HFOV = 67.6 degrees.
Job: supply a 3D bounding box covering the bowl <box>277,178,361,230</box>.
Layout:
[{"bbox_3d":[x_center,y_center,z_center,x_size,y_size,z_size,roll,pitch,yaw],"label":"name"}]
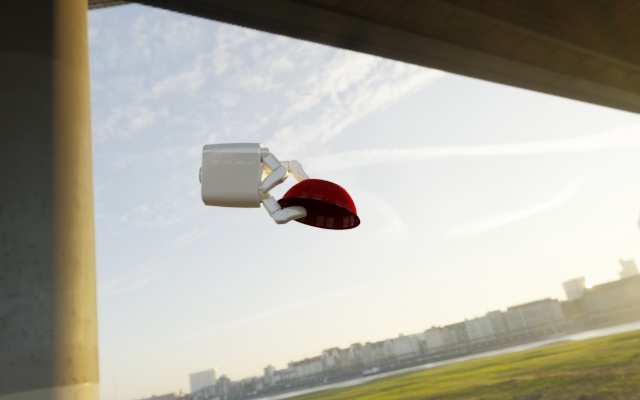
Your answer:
[{"bbox_3d":[0.002,0.003,0.885,0.162,0.055,0.162,12,-20,4],"label":"bowl"}]
